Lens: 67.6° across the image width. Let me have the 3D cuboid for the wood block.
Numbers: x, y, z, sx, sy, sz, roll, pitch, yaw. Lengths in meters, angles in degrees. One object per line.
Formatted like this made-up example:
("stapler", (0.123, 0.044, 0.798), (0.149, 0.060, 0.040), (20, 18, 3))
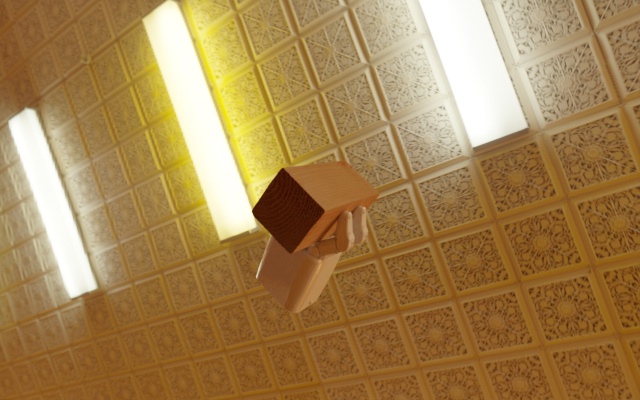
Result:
("wood block", (0.000, 0.003, 0.751), (0.091, 0.090, 0.206), (44, 24, 15))
